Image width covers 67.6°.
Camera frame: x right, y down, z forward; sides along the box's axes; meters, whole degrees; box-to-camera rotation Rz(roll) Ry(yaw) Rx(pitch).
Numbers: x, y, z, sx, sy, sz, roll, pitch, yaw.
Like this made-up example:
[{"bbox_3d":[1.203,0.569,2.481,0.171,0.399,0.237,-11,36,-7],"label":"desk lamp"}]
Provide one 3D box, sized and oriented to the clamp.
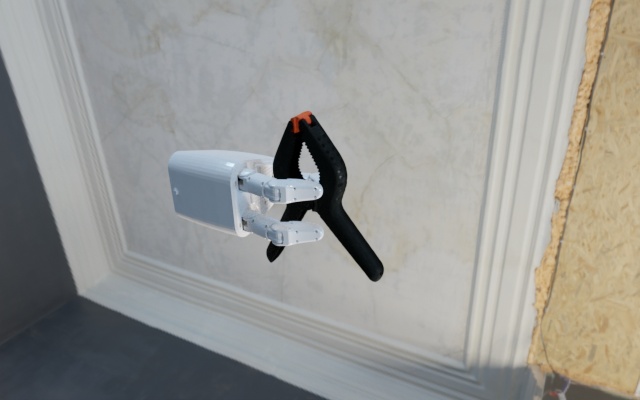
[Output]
[{"bbox_3d":[0.000,0.001,0.566,0.164,0.210,0.036,12,29,25],"label":"clamp"}]
